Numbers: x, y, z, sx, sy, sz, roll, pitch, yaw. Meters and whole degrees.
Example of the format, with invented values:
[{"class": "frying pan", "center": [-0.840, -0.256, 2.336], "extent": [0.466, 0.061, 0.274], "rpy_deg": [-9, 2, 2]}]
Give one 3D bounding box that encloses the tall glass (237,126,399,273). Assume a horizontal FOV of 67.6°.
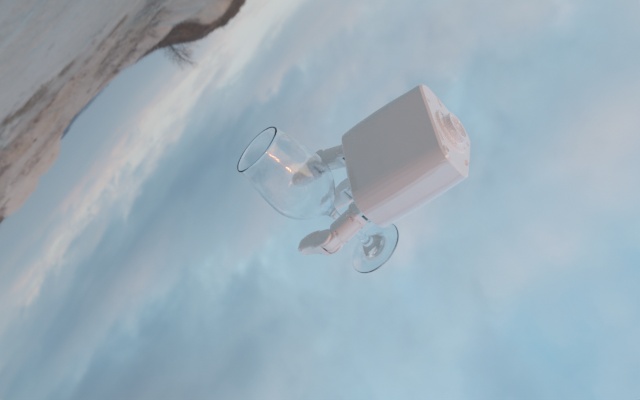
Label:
[{"class": "tall glass", "center": [0.000, 0.002, 0.551], "extent": [0.201, 0.079, 0.079], "rpy_deg": [39, -20, -27]}]
